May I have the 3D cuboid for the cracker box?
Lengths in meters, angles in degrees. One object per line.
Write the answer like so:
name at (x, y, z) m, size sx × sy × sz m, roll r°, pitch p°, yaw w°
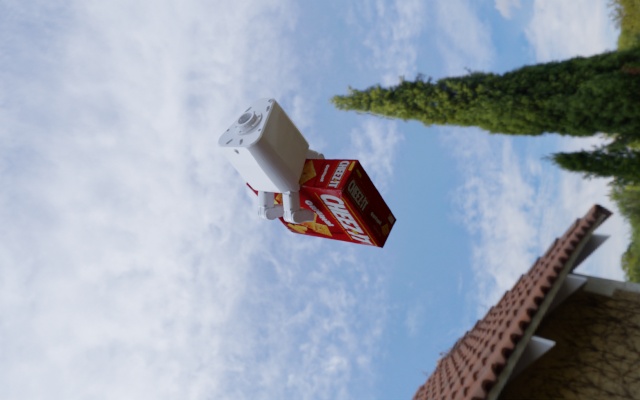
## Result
cracker box at (0.000, 0.003, 0.831) m, size 0.213 × 0.072 × 0.164 m, roll 6°, pitch -32°, yaw 40°
